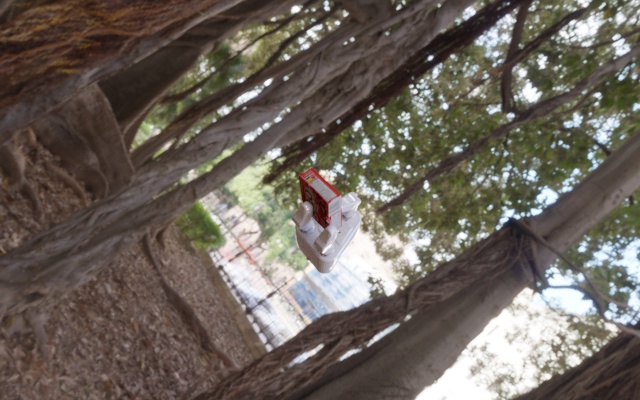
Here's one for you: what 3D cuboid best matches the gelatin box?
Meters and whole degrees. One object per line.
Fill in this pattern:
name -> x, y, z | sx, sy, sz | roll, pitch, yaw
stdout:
gelatin box -> 0.000, 0.002, 0.758 | 0.030, 0.073, 0.089 | -33, -31, -20
